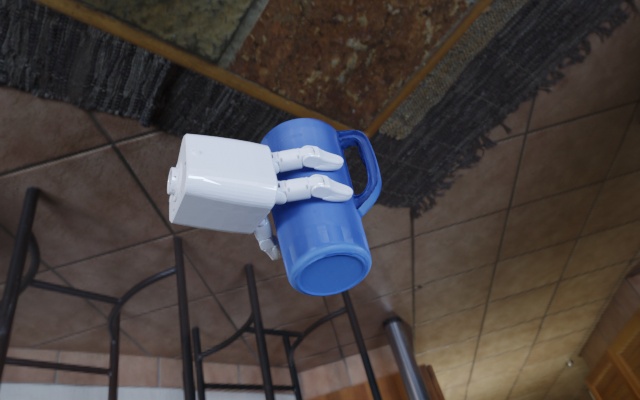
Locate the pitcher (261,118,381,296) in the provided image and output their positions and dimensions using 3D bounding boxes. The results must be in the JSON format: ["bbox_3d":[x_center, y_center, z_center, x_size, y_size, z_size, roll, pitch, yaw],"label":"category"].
[{"bbox_3d":[0.000,0.002,0.669,0.145,0.242,0.149,10,-48,-26],"label":"pitcher"}]
